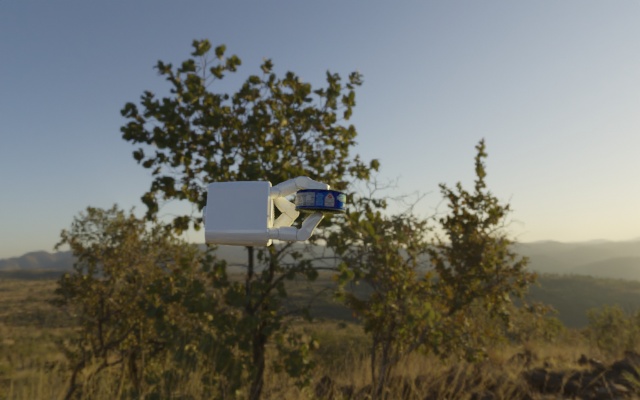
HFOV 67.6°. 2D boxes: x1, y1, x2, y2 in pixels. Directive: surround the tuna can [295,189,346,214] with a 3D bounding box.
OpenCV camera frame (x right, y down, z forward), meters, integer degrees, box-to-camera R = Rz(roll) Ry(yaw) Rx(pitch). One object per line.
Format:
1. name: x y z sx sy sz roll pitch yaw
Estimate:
1. tuna can: 0.000 0.002 0.806 0.086 0.033 0.086 3 -7 0
